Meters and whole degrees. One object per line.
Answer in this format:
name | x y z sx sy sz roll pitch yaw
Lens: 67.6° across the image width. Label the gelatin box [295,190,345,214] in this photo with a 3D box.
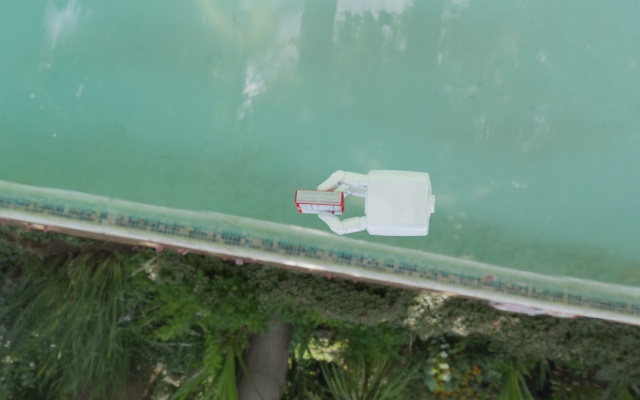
gelatin box | 0.000 0.003 0.892 0.089 0.030 0.073 2 -14 4
